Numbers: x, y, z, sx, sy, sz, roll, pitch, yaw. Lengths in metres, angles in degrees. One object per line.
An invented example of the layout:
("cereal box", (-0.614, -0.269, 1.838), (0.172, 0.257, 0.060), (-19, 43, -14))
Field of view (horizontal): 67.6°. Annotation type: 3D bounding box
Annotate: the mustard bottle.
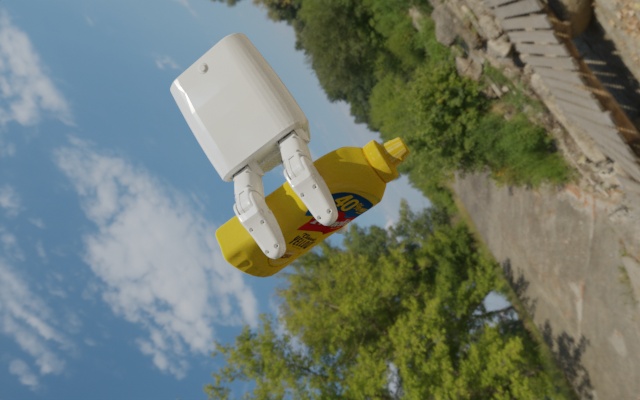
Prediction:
("mustard bottle", (0.000, 0.002, 0.455), (0.191, 0.058, 0.096), (-35, -29, 15))
